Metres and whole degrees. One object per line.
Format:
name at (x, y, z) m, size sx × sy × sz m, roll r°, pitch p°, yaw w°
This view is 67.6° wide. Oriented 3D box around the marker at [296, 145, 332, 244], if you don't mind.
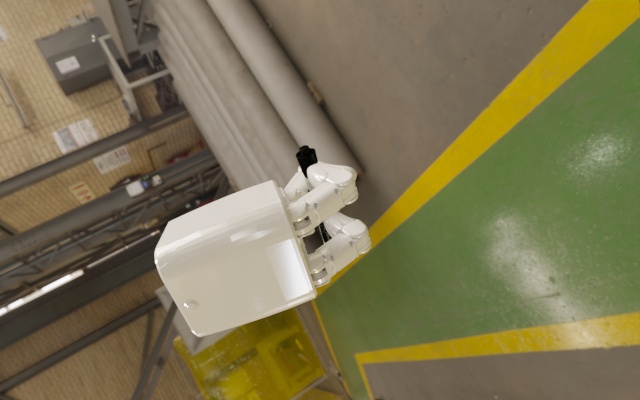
marker at (0.000, 0.001, 0.462) m, size 0.020 × 0.121 × 0.020 m, roll -12°, pitch 32°, yaw 8°
